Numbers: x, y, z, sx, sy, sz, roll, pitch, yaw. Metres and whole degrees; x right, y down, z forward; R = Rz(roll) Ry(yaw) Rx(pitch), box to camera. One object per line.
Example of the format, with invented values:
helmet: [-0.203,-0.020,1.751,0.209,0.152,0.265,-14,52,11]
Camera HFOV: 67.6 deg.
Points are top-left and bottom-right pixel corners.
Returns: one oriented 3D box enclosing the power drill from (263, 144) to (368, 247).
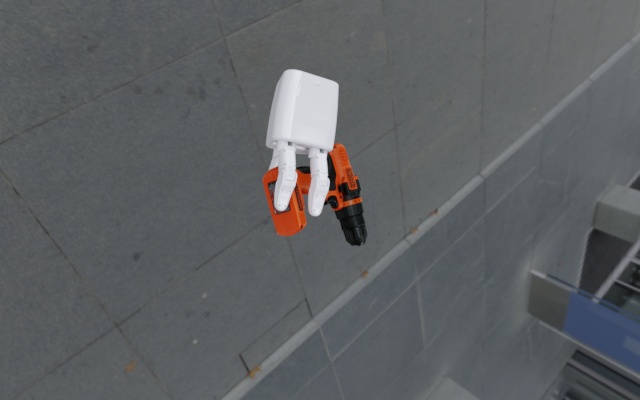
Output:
power drill: [0.000,0.002,0.783,0.057,0.184,0.187,-18,-2,39]
